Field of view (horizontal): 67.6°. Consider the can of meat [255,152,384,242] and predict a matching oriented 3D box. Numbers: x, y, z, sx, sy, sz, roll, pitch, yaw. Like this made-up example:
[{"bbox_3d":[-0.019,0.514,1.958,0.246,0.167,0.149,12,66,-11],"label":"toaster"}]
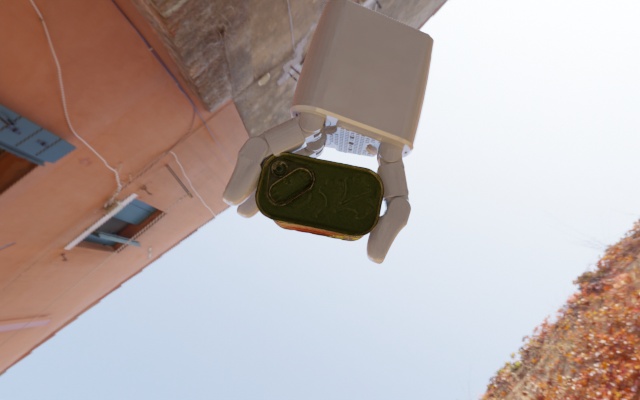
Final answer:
[{"bbox_3d":[0.000,0.002,0.423,0.102,0.057,0.084,11,-10,3],"label":"can of meat"}]
